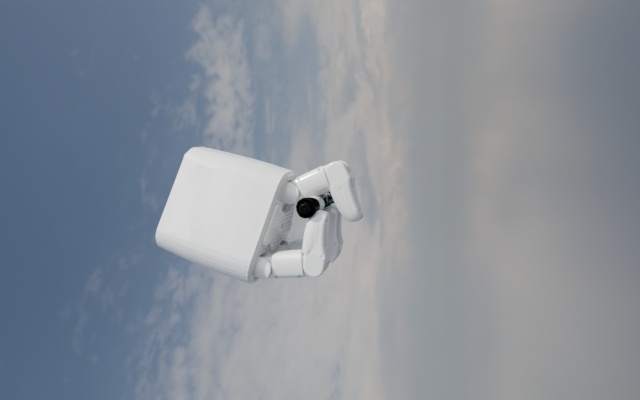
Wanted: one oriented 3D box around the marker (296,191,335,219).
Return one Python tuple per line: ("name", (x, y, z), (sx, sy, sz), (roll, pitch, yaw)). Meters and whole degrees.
("marker", (0.000, 0.002, 0.478), (0.020, 0.020, 0.121), (0, 6, 14))
